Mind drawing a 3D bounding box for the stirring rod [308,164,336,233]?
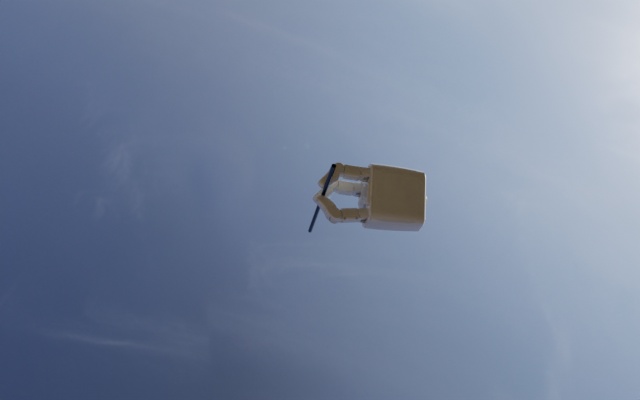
[{"bbox_3d":[0.000,0.003,0.878,0.011,0.011,0.240,0,-30,-12],"label":"stirring rod"}]
